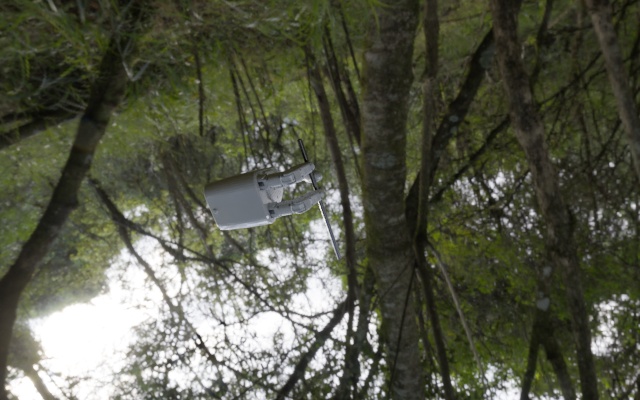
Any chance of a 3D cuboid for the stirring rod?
[{"bbox_3d":[0.000,0.003,0.853,0.011,0.240,0.011,-16,22,7],"label":"stirring rod"}]
